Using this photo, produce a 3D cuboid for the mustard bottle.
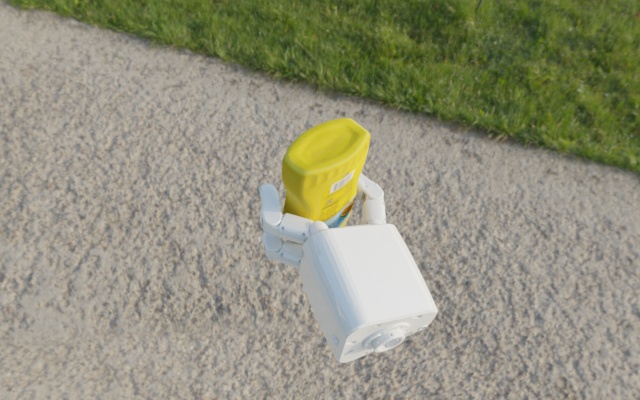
[{"bbox_3d":[0.000,0.001,0.538,0.096,0.192,0.058,-36,64,-28],"label":"mustard bottle"}]
